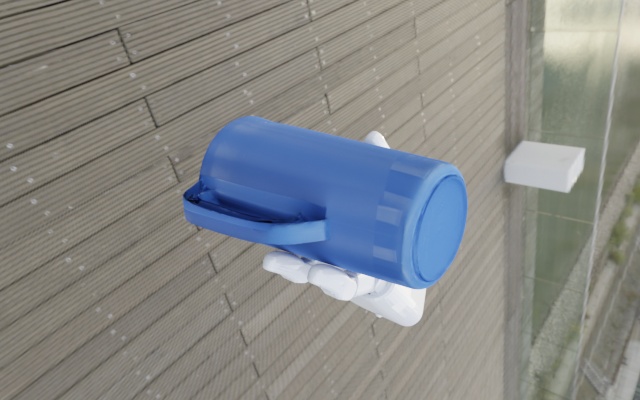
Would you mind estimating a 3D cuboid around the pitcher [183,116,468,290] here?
[{"bbox_3d":[0.000,0.002,0.451,0.243,0.149,0.145,15,-21,38],"label":"pitcher"}]
